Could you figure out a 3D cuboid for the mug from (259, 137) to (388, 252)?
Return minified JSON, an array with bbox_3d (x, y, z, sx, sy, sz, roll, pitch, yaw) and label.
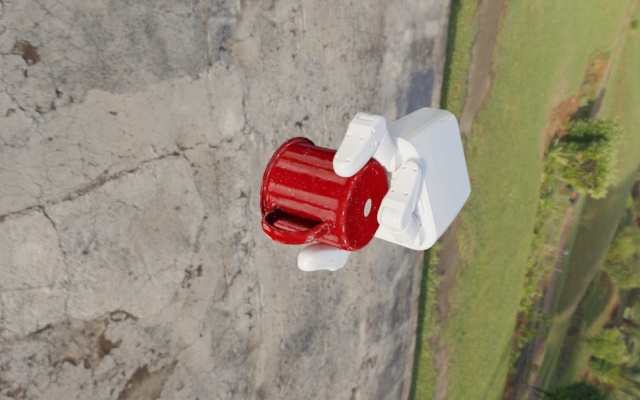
[{"bbox_3d":[-0.001,0.002,0.413,0.081,0.093,0.117,16,35,32],"label":"mug"}]
